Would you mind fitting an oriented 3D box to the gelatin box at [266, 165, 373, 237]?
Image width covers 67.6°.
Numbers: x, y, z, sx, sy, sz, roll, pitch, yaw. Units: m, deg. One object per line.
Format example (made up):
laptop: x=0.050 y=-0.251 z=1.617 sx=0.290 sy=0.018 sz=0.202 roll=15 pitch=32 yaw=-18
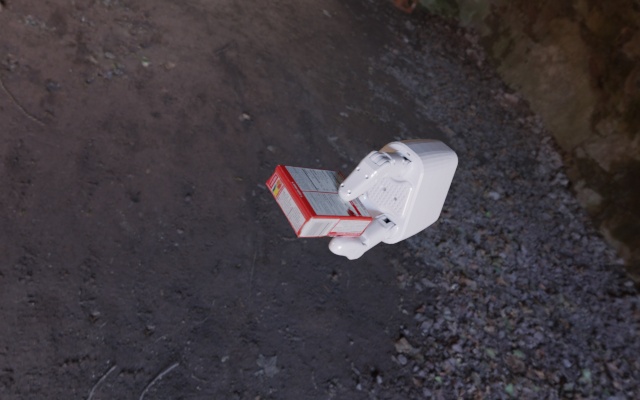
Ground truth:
gelatin box: x=0.000 y=0.001 z=0.479 sx=0.089 sy=0.030 sz=0.073 roll=3 pitch=42 yaw=-44
